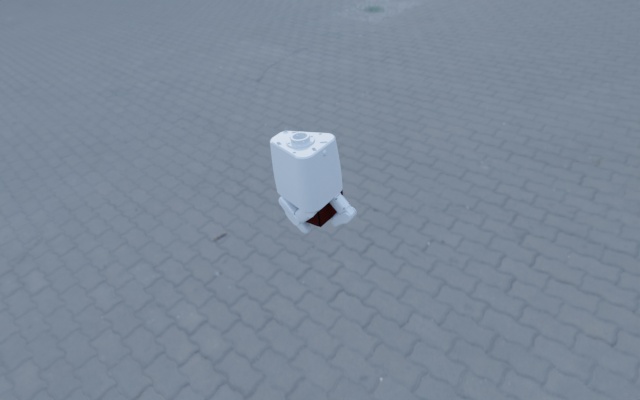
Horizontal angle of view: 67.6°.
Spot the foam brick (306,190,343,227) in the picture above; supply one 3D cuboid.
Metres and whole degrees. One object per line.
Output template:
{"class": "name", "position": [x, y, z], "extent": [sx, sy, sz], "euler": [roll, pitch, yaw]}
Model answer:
{"class": "foam brick", "position": [0.000, 0.003, 0.887], "extent": [0.053, 0.051, 0.078], "euler": [18, 42, 32]}
